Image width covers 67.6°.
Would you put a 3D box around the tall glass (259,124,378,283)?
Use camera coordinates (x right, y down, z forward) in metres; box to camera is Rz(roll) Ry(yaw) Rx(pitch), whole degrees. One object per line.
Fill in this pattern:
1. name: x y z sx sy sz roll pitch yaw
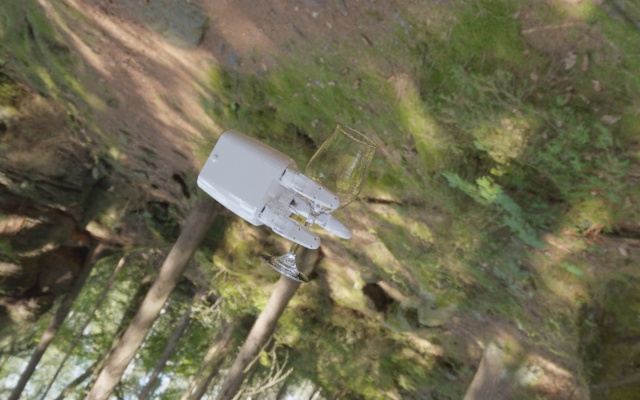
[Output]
1. tall glass: 0.000 0.003 0.626 0.079 0.201 0.079 30 1 0
